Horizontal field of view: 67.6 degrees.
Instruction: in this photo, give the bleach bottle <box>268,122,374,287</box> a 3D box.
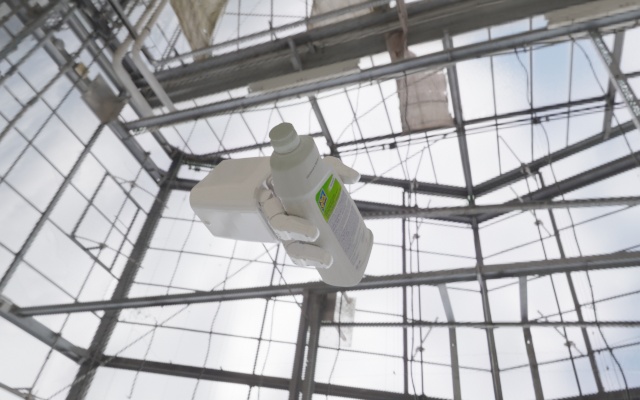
[{"bbox_3d":[0.000,0.002,0.592,0.068,0.102,0.251,0,-40,25],"label":"bleach bottle"}]
